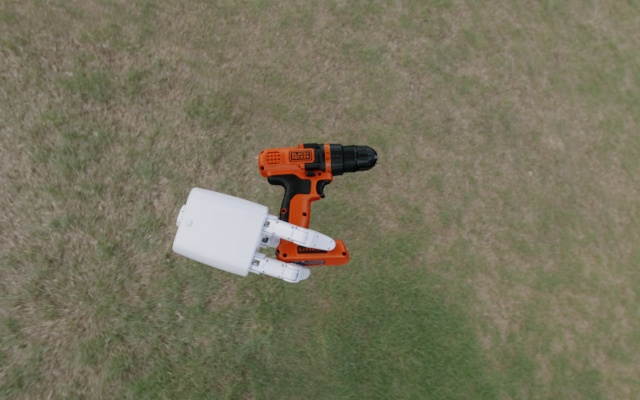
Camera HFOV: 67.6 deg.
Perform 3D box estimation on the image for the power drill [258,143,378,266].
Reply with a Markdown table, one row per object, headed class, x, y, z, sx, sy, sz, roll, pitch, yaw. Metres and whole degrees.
| class | x | y | z | sx | sy | sz | roll | pitch | yaw |
| --- | --- | --- | --- | --- | --- | --- | --- | --- | --- |
| power drill | 0.000 | 0.003 | 0.718 | 0.184 | 0.187 | 0.057 | -4 | -20 | 1 |
